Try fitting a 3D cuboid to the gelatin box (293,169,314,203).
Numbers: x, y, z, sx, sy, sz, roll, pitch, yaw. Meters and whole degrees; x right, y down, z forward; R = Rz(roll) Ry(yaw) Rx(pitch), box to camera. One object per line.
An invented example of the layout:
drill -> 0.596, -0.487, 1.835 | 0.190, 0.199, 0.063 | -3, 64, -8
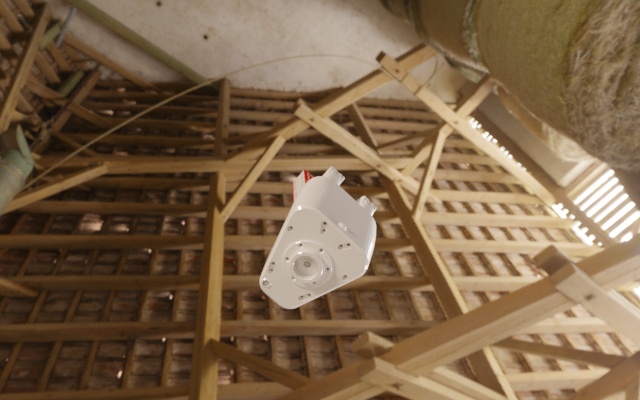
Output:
gelatin box -> 0.000, 0.002, 0.641 | 0.073, 0.030, 0.089 | 36, 15, -17
